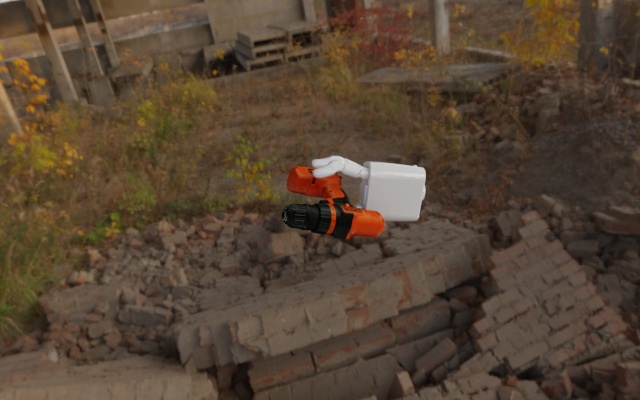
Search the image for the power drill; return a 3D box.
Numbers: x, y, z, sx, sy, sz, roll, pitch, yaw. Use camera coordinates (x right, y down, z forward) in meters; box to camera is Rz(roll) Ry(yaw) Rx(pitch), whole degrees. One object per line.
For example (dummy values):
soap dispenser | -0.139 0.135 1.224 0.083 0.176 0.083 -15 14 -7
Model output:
power drill | 0.000 0.003 0.854 0.184 0.057 0.187 9 25 -26
